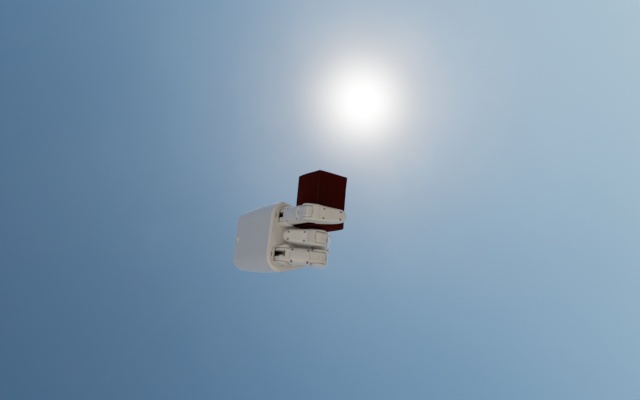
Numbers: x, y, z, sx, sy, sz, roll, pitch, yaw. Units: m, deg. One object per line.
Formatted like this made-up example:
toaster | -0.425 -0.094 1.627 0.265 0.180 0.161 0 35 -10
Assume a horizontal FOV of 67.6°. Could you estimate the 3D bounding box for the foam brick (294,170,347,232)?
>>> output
foam brick | 0.000 0.002 0.681 0.053 0.078 0.051 16 -18 -36
